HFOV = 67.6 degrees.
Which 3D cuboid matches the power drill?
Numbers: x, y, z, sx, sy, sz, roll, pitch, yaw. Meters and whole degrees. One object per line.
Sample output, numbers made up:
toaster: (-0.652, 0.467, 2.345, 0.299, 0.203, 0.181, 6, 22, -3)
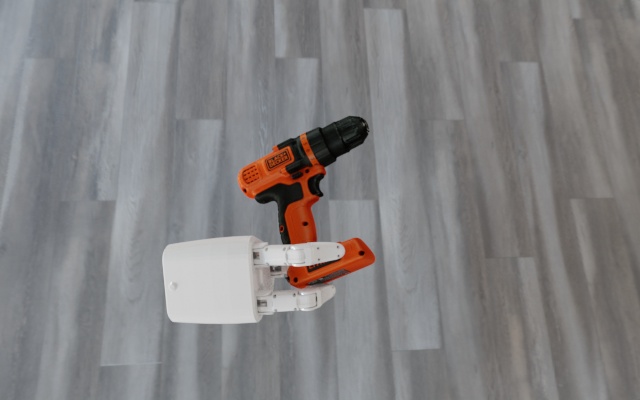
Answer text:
power drill: (0.000, 0.002, 0.594, 0.184, 0.187, 0.057, -26, -23, 13)
